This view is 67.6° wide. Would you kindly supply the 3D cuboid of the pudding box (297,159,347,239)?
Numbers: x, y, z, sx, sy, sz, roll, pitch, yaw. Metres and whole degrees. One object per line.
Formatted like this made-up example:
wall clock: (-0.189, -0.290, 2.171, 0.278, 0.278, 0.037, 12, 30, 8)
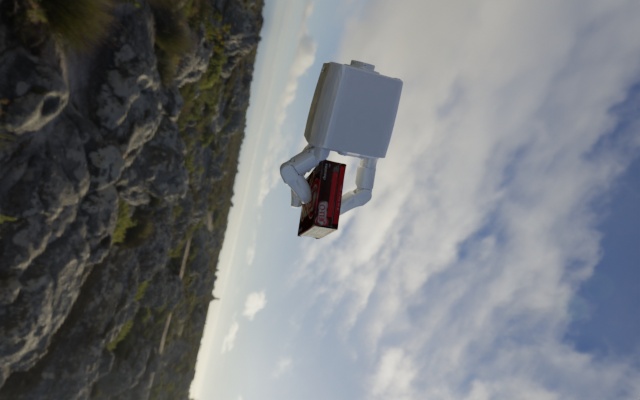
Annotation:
pudding box: (0.000, 0.002, 0.656, 0.039, 0.090, 0.113, 11, -14, -9)
